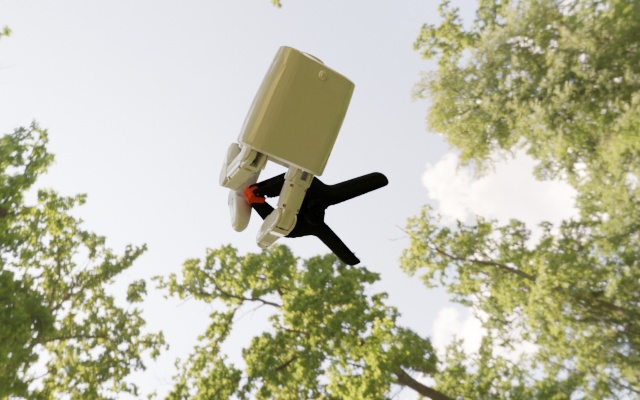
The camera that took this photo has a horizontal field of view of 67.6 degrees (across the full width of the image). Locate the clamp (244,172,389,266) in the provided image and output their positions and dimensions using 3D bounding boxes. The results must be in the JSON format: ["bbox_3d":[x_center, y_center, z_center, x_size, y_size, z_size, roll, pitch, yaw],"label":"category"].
[{"bbox_3d":[0.000,0.002,0.554,0.171,0.120,0.039,22,3,-29],"label":"clamp"}]
